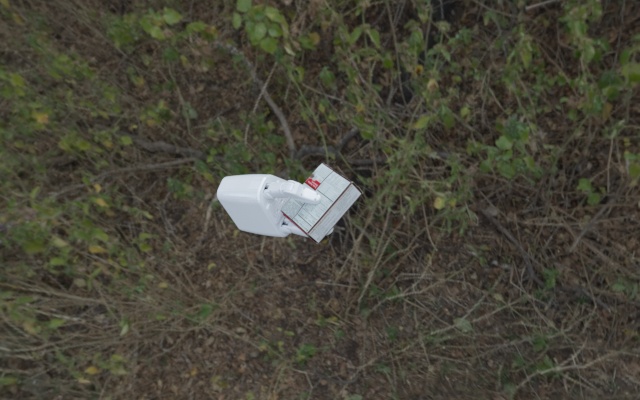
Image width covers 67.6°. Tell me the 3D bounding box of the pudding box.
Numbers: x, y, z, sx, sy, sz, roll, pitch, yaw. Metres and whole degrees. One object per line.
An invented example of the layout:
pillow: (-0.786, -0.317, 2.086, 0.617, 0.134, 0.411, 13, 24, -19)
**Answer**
pudding box: (0.000, 0.002, 0.780, 0.090, 0.113, 0.039, 38, -3, 46)
